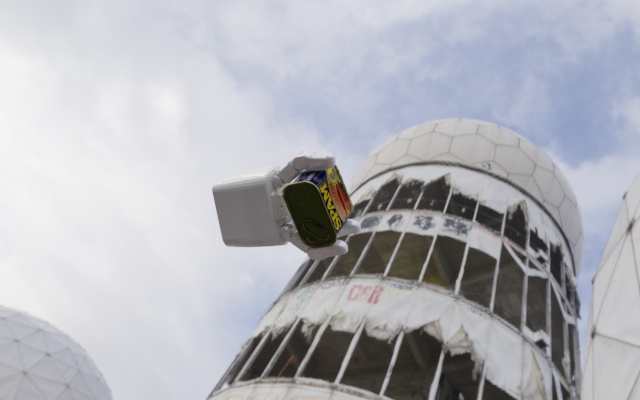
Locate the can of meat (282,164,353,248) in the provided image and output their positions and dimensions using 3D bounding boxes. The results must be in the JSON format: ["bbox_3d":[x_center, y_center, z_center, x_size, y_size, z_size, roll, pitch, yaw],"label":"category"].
[{"bbox_3d":[0.000,0.002,0.680,0.057,0.102,0.084,-10,23,29],"label":"can of meat"}]
